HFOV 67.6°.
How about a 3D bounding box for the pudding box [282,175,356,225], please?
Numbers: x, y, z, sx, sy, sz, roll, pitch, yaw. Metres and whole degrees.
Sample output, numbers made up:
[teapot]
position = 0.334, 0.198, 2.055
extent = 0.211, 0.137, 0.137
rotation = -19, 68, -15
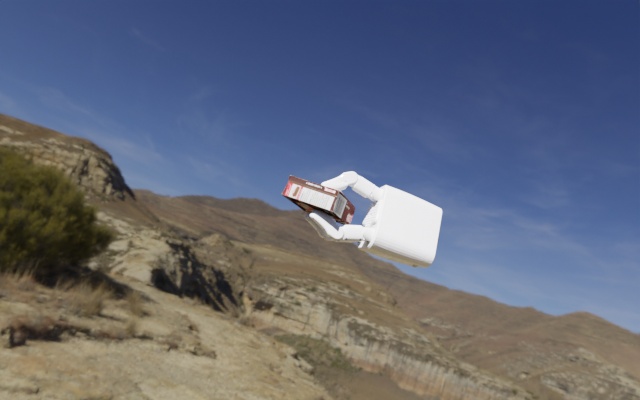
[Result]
[pudding box]
position = 0.000, 0.002, 0.771
extent = 0.090, 0.039, 0.113
rotation = 17, -11, 20
